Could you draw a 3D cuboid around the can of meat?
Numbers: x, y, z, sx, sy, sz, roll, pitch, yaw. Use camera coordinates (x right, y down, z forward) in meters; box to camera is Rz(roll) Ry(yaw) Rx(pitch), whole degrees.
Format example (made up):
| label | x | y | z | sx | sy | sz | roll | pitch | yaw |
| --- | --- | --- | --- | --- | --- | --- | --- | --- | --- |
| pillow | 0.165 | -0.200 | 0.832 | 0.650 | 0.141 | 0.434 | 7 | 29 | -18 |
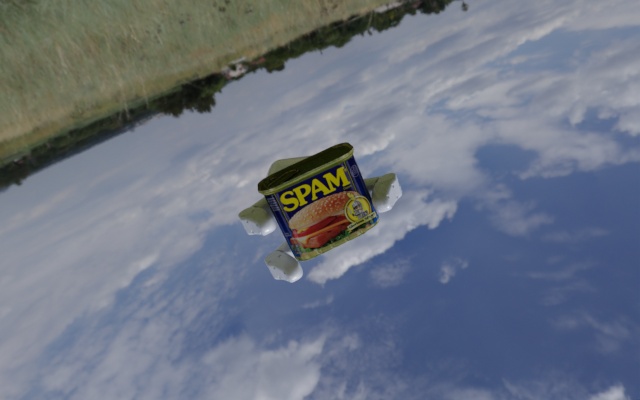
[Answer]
| label | x | y | z | sx | sy | sz | roll | pitch | yaw |
| --- | --- | --- | --- | --- | --- | --- | --- | --- | --- |
| can of meat | 0.000 | 0.002 | 0.483 | 0.102 | 0.084 | 0.057 | -25 | 18 | -1 |
